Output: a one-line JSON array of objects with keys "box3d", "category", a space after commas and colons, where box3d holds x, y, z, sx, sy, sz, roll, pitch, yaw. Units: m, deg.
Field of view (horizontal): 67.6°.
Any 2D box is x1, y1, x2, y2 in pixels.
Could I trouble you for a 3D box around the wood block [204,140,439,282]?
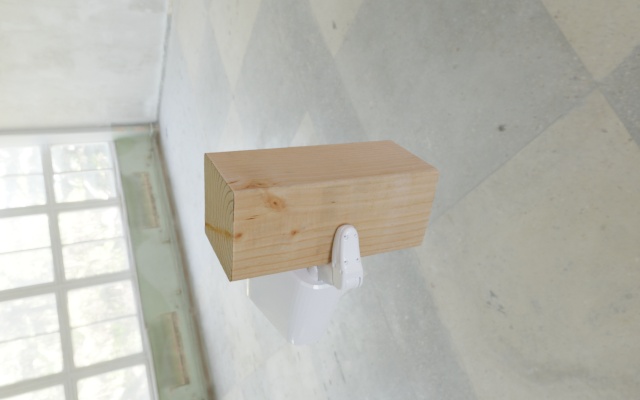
[{"box3d": [0.000, 0.002, 0.467, 0.206, 0.090, 0.090, -8, 31, -26], "category": "wood block"}]
